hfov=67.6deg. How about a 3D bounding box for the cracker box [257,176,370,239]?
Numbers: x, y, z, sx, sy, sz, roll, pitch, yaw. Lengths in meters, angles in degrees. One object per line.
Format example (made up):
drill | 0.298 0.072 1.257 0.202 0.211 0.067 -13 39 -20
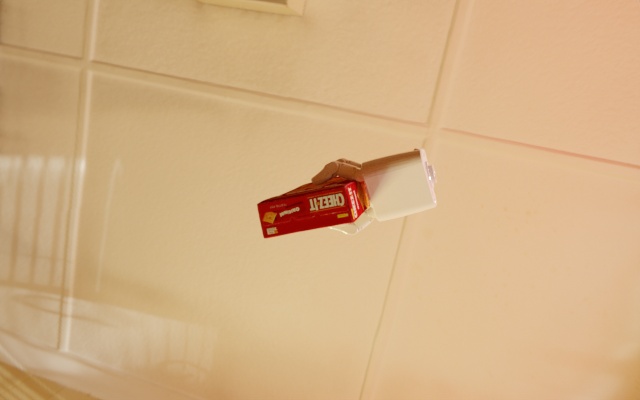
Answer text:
cracker box | 0.000 0.003 0.888 0.164 0.072 0.213 -12 5 17
